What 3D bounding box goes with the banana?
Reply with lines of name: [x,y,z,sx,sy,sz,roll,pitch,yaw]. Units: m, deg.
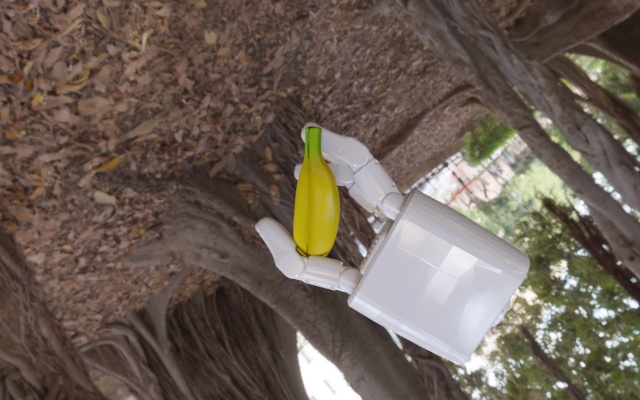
banana: [-0.003,0.017,0.422,0.037,0.069,0.198,10,-25,1]
